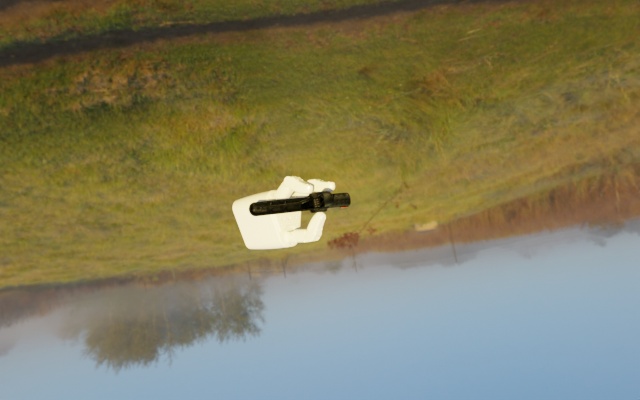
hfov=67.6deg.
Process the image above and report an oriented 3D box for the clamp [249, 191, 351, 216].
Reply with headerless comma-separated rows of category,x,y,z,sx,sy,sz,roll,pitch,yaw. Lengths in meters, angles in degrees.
clamp,0.000,0.004,0.856,0.164,0.036,0.210,-7,-2,39
